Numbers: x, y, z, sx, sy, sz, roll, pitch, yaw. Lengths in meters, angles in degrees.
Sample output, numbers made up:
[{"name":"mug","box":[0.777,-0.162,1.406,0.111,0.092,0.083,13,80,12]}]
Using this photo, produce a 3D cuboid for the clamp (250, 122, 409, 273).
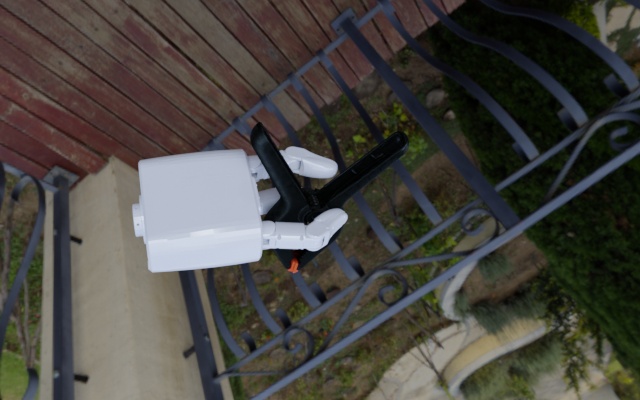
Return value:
[{"name":"clamp","box":[0.000,0.003,0.520,0.164,0.210,0.036,-4,46,-17]}]
